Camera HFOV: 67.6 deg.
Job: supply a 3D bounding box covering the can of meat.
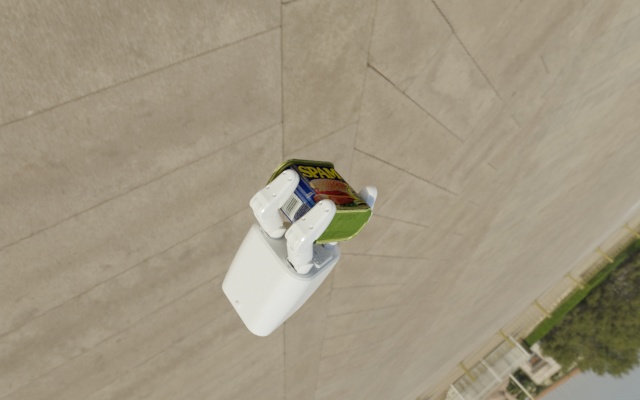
[{"bbox_3d":[0.000,0.002,0.546,0.102,0.057,0.084,-1,42,-52],"label":"can of meat"}]
